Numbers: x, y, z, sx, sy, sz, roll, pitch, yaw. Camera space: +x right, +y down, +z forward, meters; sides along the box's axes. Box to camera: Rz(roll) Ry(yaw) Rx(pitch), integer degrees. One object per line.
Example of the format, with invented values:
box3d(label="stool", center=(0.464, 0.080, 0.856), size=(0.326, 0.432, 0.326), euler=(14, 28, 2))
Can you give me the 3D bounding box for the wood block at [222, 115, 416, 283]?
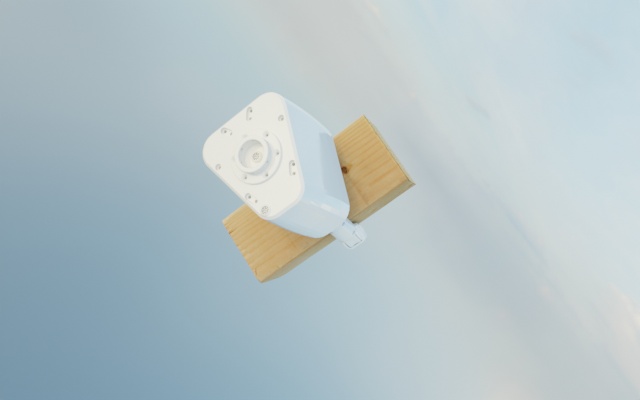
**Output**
box3d(label="wood block", center=(0.000, 0.002, 0.572), size=(0.206, 0.091, 0.090), euler=(-35, -10, 13))
